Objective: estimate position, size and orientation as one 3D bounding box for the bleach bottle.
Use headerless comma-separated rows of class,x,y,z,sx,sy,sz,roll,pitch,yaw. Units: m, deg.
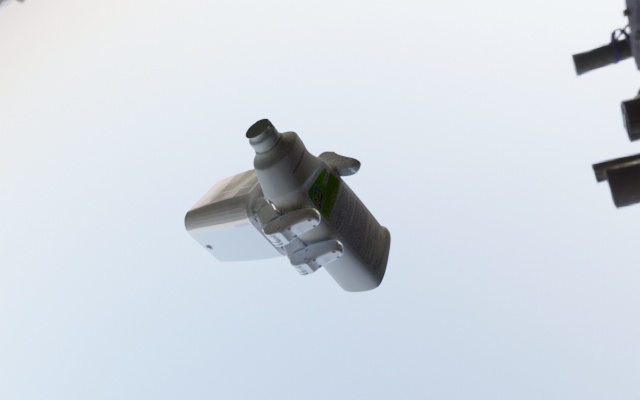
bleach bottle,0.000,0.002,0.551,0.068,0.102,0.251,-12,-46,30
